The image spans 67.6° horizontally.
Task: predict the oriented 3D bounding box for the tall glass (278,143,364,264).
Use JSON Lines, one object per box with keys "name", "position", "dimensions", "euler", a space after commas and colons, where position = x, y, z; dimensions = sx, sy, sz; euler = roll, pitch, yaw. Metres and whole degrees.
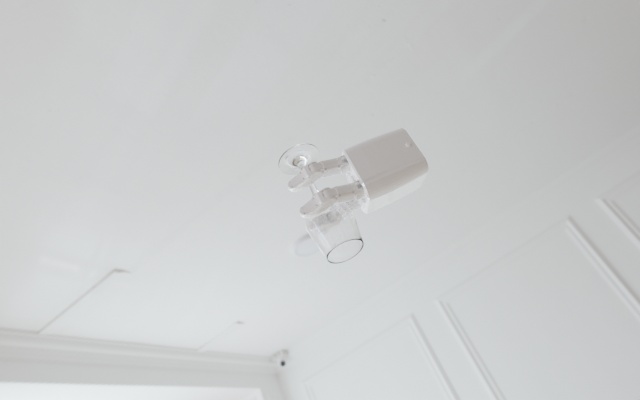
{"name": "tall glass", "position": [0.000, 0.002, 0.771], "dimensions": [0.079, 0.201, 0.079], "euler": [-18, -34, -13]}
